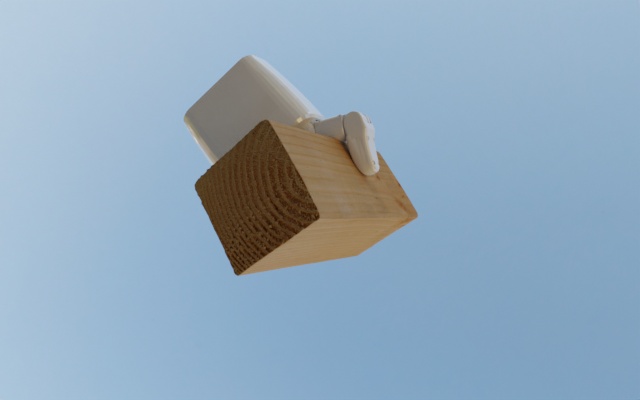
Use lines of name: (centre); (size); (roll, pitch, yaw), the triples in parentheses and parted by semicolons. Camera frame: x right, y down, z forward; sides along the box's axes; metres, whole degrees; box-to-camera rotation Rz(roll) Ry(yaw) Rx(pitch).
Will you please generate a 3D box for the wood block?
wood block: (0.000, 0.001, 0.445); (0.091, 0.090, 0.206); (-37, -19, 25)
